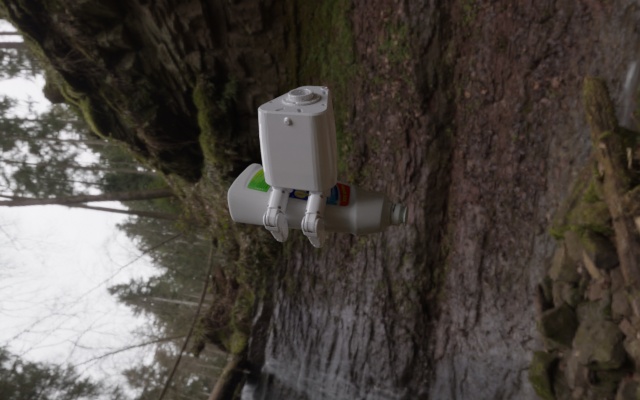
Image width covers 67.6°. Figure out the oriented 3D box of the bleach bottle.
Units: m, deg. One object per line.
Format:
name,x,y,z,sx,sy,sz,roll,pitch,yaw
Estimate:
bleach bottle,0.000,0.002,0.684,0.251,0.068,0.102,7,33,18
